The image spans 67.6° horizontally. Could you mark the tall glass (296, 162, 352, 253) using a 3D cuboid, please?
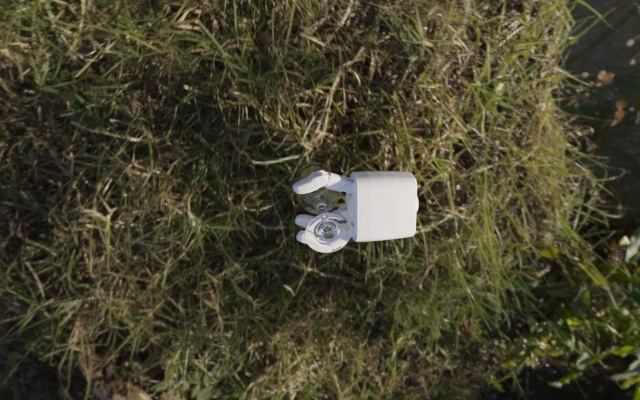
[{"bbox_3d":[0.000,0.003,0.827,0.079,0.079,0.201,0,29,-8],"label":"tall glass"}]
